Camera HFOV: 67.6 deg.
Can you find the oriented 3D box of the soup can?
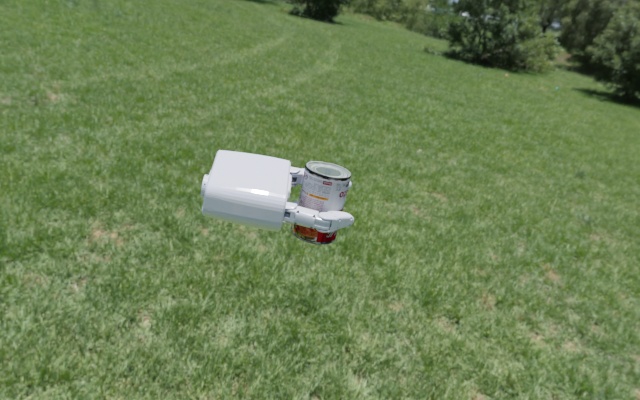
[{"bbox_3d":[0.001,0.002,0.681,0.068,0.102,0.068,12,21,-5],"label":"soup can"}]
